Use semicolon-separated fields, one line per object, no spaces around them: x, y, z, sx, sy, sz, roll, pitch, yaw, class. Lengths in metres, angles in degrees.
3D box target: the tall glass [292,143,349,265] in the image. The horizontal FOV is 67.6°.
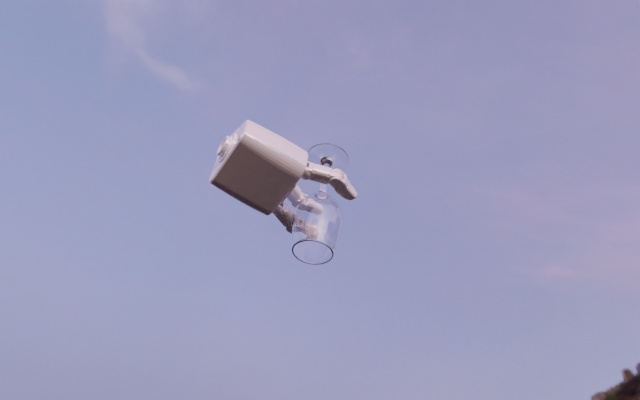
0.000;0.002;0.763;0.079;0.200;0.079;5;-41;4;tall glass
